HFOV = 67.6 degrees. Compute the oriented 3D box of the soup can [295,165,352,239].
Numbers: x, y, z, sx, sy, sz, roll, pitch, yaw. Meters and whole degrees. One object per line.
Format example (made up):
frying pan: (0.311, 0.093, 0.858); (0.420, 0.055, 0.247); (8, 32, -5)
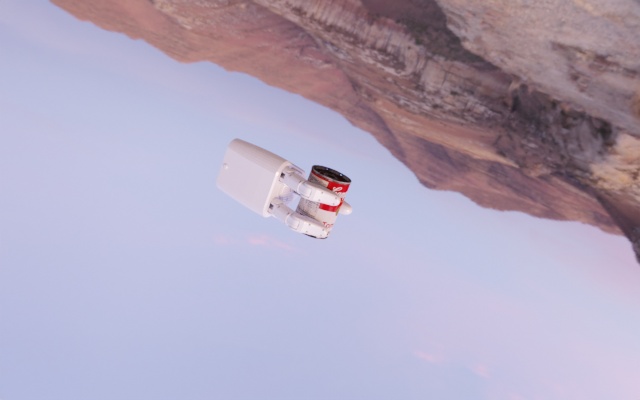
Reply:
soup can: (0.000, 0.003, 0.770); (0.068, 0.102, 0.068); (20, 16, -6)
